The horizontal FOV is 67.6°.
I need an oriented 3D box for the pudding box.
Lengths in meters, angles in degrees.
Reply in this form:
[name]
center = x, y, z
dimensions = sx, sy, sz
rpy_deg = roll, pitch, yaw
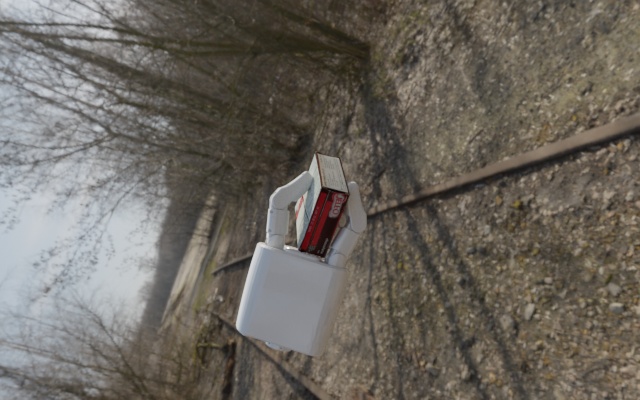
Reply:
[pudding box]
center = 0.000, 0.002, 0.588
dimensions = 0.039, 0.090, 0.113
rpy_deg = 15, 25, -14
